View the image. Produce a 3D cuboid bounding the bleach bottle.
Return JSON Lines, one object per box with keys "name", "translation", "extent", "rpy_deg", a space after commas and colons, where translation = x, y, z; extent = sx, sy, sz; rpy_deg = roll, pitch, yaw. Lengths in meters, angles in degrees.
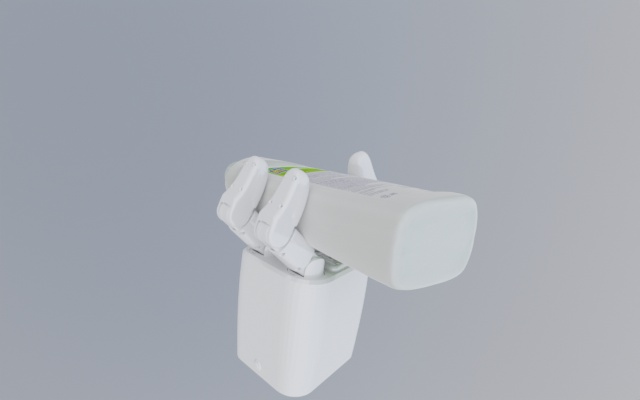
{"name": "bleach bottle", "translation": [0.000, 0.001, 0.422], "extent": [0.102, 0.068, 0.250], "rpy_deg": [-4, 16, -42]}
